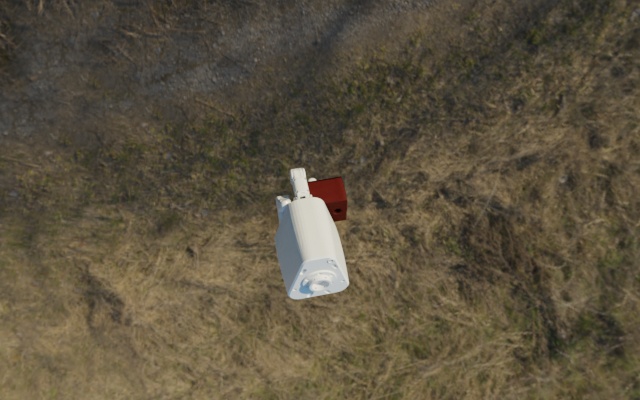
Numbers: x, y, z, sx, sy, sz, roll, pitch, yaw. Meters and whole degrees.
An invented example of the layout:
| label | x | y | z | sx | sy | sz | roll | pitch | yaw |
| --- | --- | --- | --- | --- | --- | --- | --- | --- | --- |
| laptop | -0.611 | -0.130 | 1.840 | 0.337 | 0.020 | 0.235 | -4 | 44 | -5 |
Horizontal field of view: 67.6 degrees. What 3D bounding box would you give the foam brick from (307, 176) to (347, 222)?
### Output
| label | x | y | z | sx | sy | sz | roll | pitch | yaw |
| --- | --- | --- | --- | --- | --- | --- | --- | --- | --- |
| foam brick | 0.000 | 0.002 | 0.753 | 0.078 | 0.051 | 0.053 | -9 | -40 | -8 |
